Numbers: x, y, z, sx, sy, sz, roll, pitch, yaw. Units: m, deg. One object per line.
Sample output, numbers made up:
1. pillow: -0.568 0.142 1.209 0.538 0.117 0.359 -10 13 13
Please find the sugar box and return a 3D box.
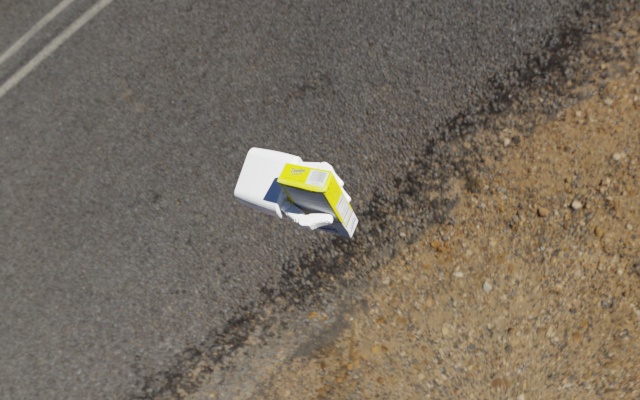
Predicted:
1. sugar box: 0.000 0.002 0.858 0.093 0.048 0.176 13 -22 26
